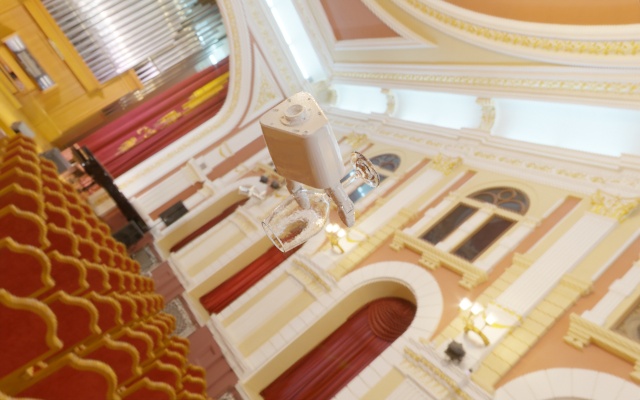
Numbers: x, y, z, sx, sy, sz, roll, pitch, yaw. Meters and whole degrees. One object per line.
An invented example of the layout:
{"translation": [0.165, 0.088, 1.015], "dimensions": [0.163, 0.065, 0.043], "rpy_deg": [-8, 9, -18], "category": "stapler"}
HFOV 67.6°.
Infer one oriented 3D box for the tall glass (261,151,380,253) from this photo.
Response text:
{"translation": [0.001, 0.002, 0.793], "dimensions": [0.201, 0.079, 0.079], "rpy_deg": [-37, 12, -16], "category": "tall glass"}
